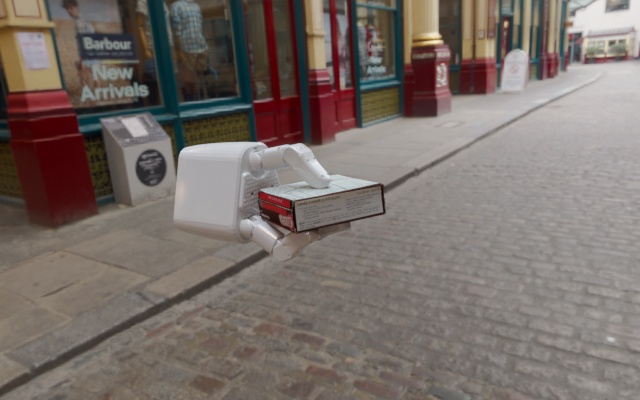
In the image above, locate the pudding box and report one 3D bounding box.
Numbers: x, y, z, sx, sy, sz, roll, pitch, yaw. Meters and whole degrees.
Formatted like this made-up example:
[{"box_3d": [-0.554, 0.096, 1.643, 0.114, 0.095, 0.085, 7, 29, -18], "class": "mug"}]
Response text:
[{"box_3d": [0.000, 0.002, 0.521, 0.113, 0.039, 0.090, -13, 15, -27], "class": "pudding box"}]
